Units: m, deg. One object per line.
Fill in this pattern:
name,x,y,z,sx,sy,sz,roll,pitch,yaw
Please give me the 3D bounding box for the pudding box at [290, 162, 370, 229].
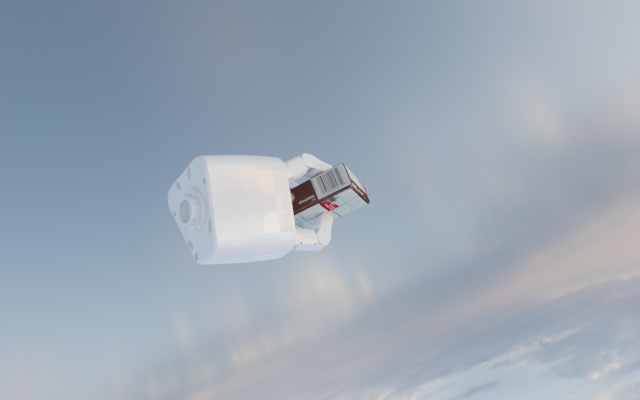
pudding box,0.000,0.002,0.636,0.113,0.039,0.090,-25,-21,13
